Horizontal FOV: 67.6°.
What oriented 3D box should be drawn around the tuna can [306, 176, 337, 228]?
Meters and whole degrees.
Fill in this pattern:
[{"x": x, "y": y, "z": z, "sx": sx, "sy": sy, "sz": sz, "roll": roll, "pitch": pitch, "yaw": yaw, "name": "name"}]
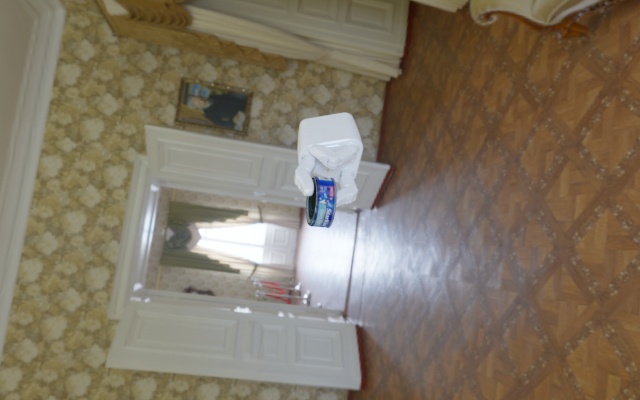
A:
[{"x": 0.000, "y": 0.003, "z": 0.799, "sx": 0.034, "sy": 0.086, "sz": 0.086, "roll": 5, "pitch": -1, "yaw": -13, "name": "tuna can"}]
